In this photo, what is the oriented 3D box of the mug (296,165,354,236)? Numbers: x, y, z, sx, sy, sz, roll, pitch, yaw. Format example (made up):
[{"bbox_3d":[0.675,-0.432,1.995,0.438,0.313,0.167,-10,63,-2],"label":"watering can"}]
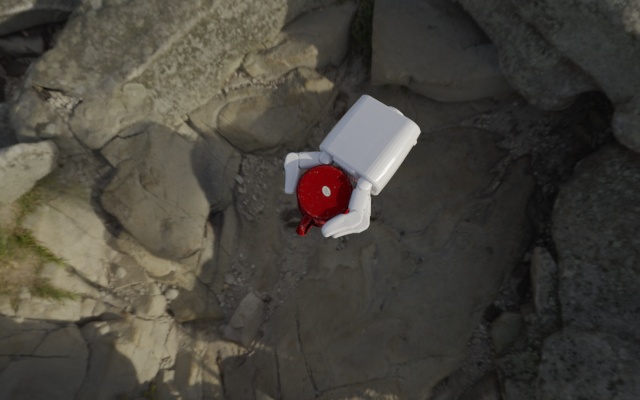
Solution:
[{"bbox_3d":[-0.001,0.003,0.716,0.093,0.117,0.081,37,-5,7],"label":"mug"}]
